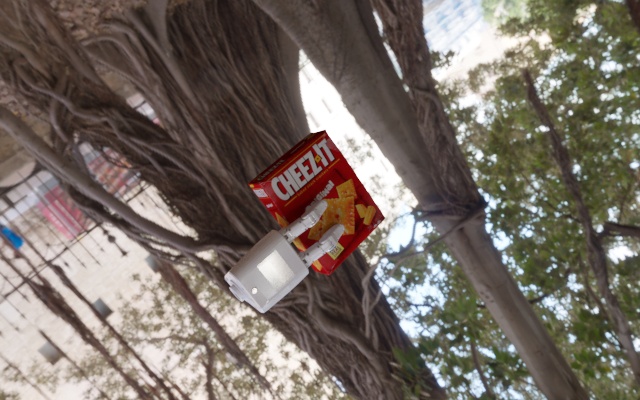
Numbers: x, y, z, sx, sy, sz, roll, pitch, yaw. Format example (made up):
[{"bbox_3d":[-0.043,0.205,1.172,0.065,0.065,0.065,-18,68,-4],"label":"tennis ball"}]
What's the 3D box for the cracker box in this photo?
[{"bbox_3d":[0.000,0.003,0.880,0.164,0.214,0.072,-42,18,-20],"label":"cracker box"}]
